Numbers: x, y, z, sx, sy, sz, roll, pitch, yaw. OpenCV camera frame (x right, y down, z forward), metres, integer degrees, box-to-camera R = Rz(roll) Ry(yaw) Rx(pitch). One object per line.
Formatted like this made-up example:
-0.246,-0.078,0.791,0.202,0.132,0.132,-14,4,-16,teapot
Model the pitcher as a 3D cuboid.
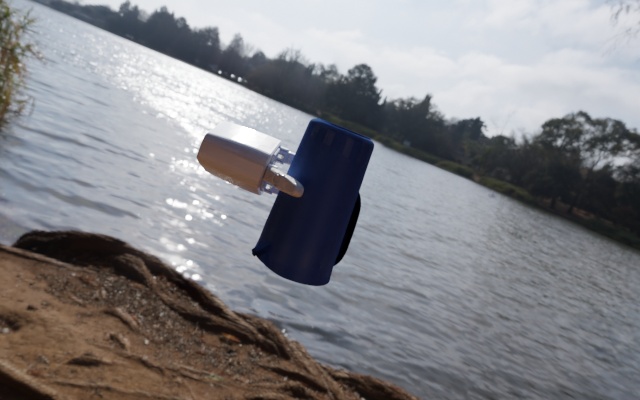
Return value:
0.000,0.002,0.759,0.145,0.243,0.149,22,9,1,pitcher
